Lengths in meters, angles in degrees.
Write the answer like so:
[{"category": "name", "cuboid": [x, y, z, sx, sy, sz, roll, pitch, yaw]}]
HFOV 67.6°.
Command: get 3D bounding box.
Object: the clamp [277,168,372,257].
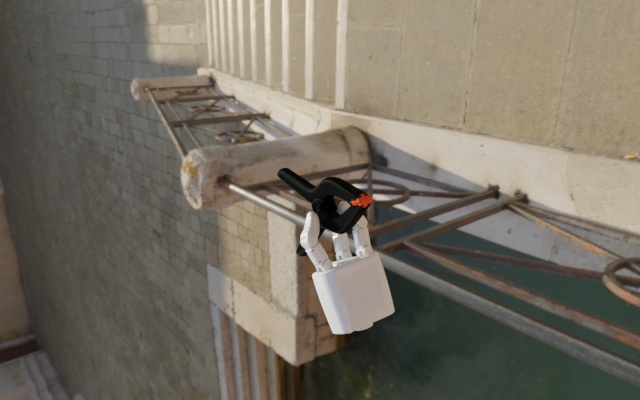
[{"category": "clamp", "cuboid": [0.000, 0.003, 0.804, 0.036, 0.164, 0.210, -17, -2, -39]}]
